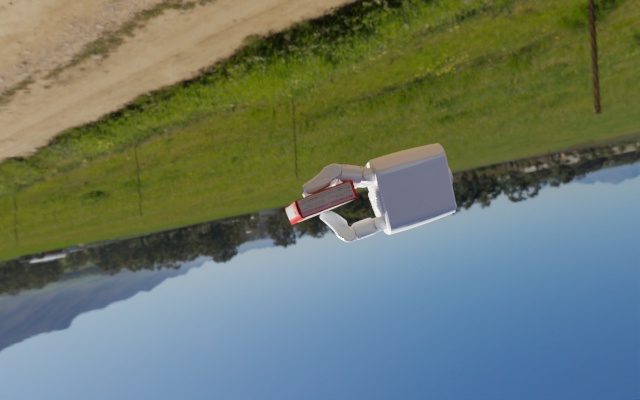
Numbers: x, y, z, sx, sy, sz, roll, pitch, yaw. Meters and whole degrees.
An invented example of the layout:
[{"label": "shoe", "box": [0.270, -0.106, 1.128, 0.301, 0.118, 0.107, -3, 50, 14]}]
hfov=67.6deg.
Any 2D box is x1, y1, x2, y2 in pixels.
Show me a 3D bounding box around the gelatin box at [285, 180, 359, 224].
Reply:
[{"label": "gelatin box", "box": [0.000, 0.003, 0.679, 0.089, 0.030, 0.073, -21, -2, -17]}]
